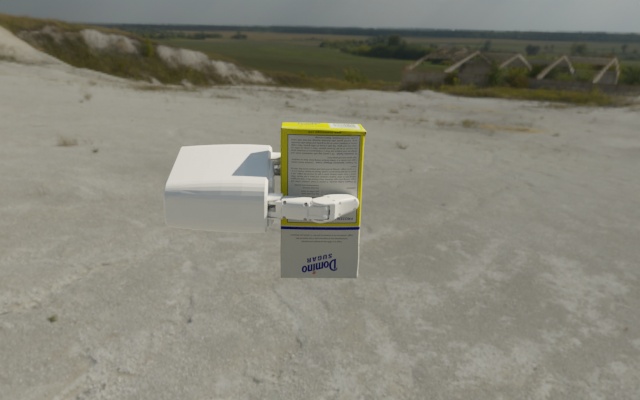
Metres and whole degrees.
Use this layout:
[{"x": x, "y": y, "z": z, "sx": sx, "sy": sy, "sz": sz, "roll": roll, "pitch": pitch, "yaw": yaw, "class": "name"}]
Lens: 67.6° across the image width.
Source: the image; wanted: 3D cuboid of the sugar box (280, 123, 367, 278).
[{"x": 0.000, "y": 0.002, "z": 0.549, "sx": 0.093, "sy": 0.176, "sz": 0.048, "roll": 1, "pitch": 19, "yaw": -3, "class": "sugar box"}]
